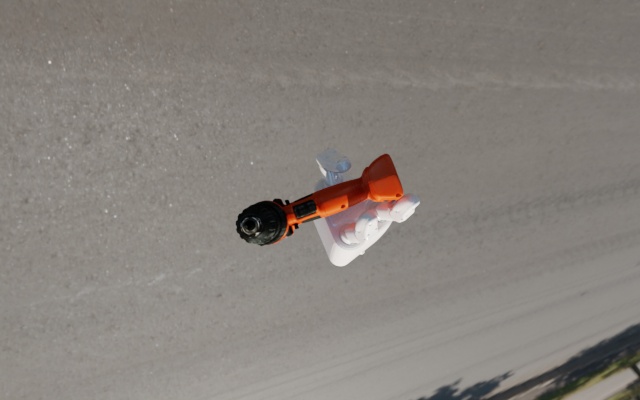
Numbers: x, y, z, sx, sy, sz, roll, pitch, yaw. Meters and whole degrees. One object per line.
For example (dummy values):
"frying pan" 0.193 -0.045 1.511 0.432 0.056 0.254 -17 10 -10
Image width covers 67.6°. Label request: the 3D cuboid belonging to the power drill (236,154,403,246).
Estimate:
"power drill" 0.001 0.002 0.567 0.187 0.057 0.184 -19 0 4
